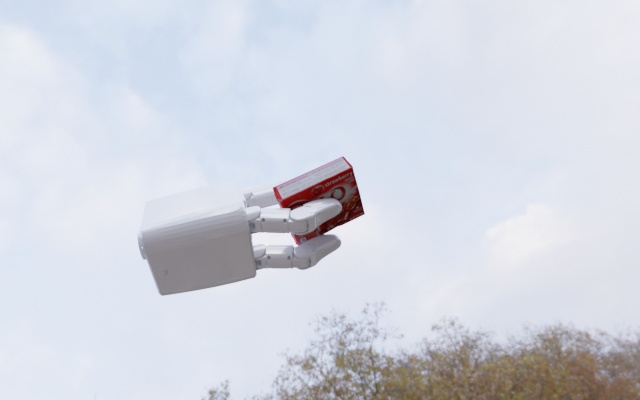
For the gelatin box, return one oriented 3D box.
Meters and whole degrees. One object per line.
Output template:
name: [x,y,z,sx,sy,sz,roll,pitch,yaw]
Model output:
gelatin box: [0.000,0.001,0.536,0.089,0.073,0.030,-25,41,-7]
